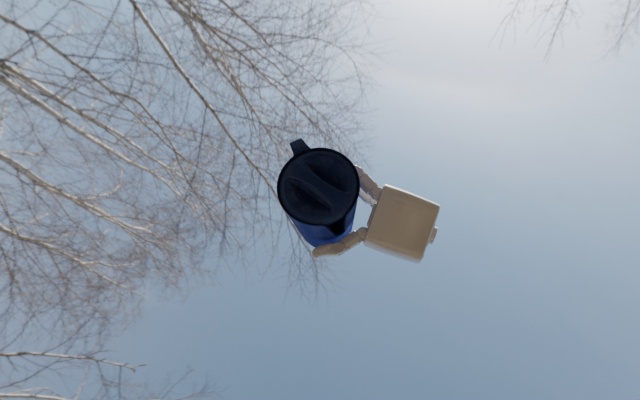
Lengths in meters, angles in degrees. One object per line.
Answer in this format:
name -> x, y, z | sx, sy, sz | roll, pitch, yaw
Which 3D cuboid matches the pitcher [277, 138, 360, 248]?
pitcher -> 0.000, 0.003, 0.867 | 0.145, 0.149, 0.243 | 17, -16, 9
